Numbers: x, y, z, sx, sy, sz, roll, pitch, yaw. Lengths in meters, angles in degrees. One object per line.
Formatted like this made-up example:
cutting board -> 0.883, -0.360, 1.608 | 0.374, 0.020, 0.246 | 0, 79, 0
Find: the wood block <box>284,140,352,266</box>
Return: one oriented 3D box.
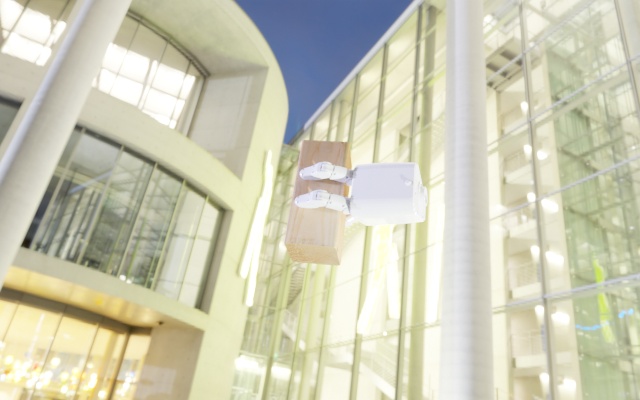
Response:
wood block -> 0.001, 0.003, 0.860 | 0.090, 0.206, 0.091 | 4, -27, 10
